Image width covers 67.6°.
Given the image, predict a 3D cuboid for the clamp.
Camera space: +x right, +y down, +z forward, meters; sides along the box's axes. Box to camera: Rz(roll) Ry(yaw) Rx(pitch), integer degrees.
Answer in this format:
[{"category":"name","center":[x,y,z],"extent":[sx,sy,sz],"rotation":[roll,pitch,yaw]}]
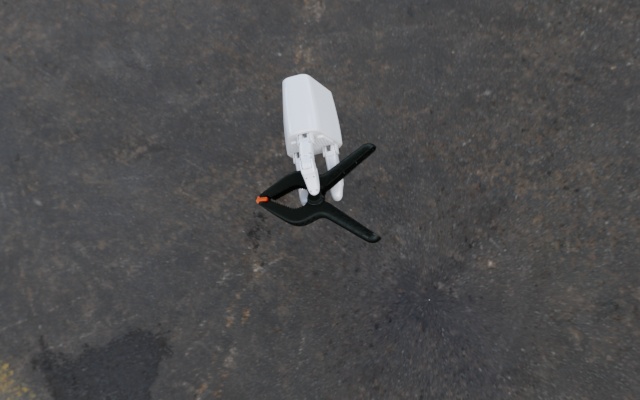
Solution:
[{"category":"clamp","center":[-0.001,0.002,0.779],"extent":[0.210,0.164,0.036],"rotation":[-11,-18,10]}]
